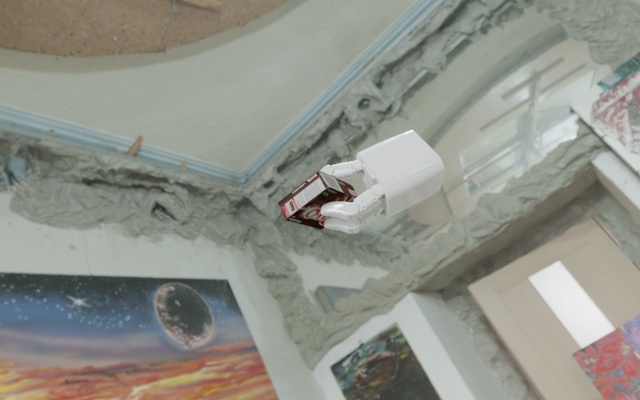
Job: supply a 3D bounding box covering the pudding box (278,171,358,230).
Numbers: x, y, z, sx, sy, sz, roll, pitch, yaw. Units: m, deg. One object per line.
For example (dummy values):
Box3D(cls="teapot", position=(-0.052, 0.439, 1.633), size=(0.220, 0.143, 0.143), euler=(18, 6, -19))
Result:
Box3D(cls="pudding box", position=(0.000, 0.002, 0.767), size=(0.090, 0.039, 0.113), euler=(-38, -30, 19))
